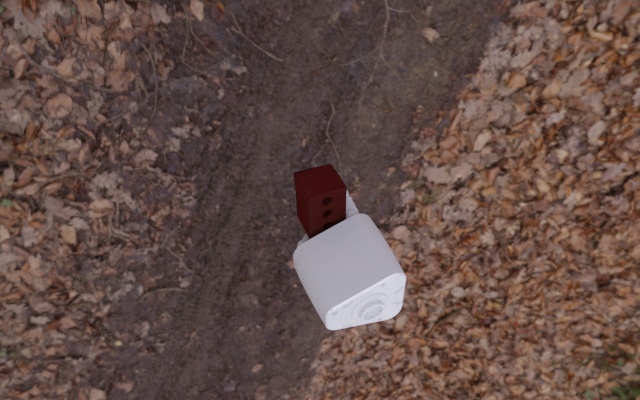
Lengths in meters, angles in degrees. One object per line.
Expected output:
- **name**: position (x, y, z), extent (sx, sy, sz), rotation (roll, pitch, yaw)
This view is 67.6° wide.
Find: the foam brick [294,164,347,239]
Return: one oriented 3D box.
- **foam brick**: position (0.000, 0.002, 0.612), extent (0.053, 0.078, 0.051), rotation (-17, 45, -15)
